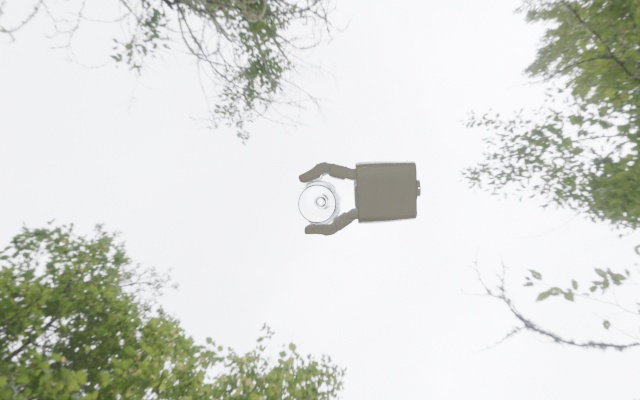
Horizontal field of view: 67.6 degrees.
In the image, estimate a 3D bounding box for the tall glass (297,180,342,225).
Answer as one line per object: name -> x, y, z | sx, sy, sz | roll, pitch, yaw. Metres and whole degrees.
tall glass -> 0.000, 0.003, 0.862 | 0.079, 0.079, 0.201 | 0, 2, 3
